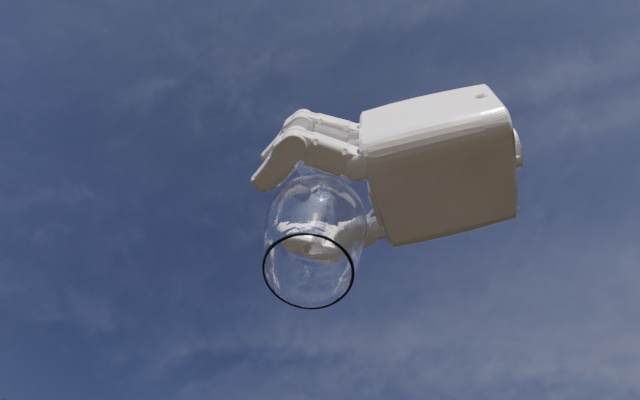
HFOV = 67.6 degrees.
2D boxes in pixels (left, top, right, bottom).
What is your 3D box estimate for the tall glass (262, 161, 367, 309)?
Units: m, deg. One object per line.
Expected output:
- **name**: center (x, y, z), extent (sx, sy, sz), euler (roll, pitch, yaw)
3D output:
- **tall glass**: center (0.000, 0.001, 0.401), extent (0.079, 0.079, 0.201), euler (0, 28, 6)
